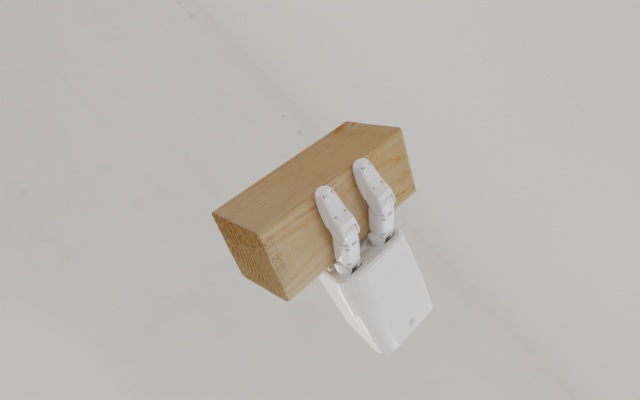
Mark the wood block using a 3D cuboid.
[{"bbox_3d":[0.000,0.002,0.526,0.206,0.090,0.091,-37,33,-29],"label":"wood block"}]
